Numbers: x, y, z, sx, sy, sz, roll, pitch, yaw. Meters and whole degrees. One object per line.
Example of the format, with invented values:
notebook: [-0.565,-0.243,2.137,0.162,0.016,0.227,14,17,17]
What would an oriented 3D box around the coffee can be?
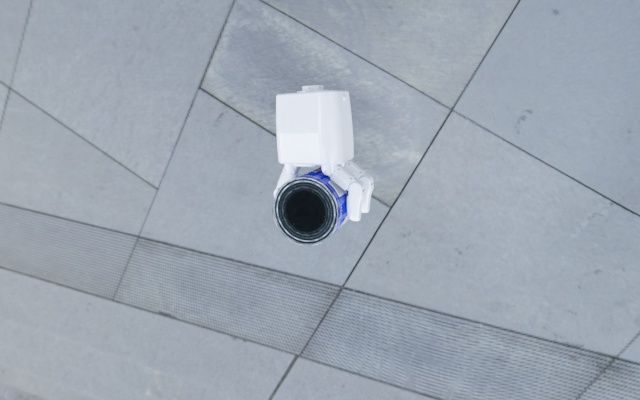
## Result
coffee can: [0.000,0.003,0.749,0.103,0.103,0.140,0,12,19]
